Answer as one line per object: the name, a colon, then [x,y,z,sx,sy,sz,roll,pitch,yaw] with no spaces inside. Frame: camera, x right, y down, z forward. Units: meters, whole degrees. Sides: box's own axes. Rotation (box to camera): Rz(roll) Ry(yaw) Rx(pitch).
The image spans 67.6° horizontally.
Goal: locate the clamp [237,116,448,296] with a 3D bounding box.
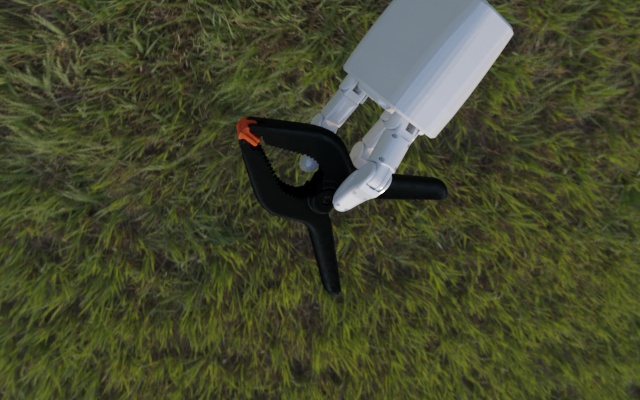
clamp: [0.000,0.001,0.452,0.210,0.164,0.036,30,17,-26]
